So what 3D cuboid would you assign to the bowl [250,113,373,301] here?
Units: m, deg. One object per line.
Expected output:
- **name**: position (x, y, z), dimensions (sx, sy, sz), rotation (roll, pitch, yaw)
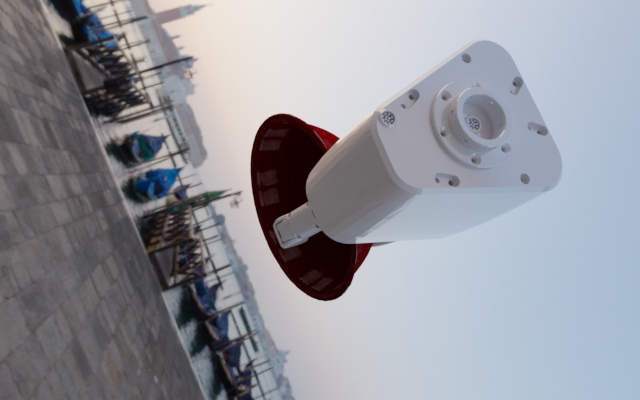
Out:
- **bowl**: position (0.000, 0.001, 0.415), dimensions (0.055, 0.162, 0.162), rotation (-18, 9, -32)
